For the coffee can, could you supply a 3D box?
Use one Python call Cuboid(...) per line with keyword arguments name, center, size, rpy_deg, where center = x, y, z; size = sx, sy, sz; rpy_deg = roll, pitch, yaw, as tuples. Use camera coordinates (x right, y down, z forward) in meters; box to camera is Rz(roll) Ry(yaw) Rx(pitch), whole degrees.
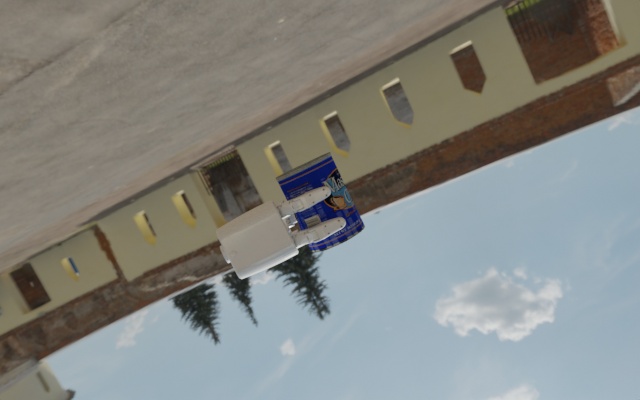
Cuboid(name="coffee can", center=(0.000, 0.002, 0.810), size=(0.103, 0.140, 0.103), rpy_deg=(-25, 6, 3))
